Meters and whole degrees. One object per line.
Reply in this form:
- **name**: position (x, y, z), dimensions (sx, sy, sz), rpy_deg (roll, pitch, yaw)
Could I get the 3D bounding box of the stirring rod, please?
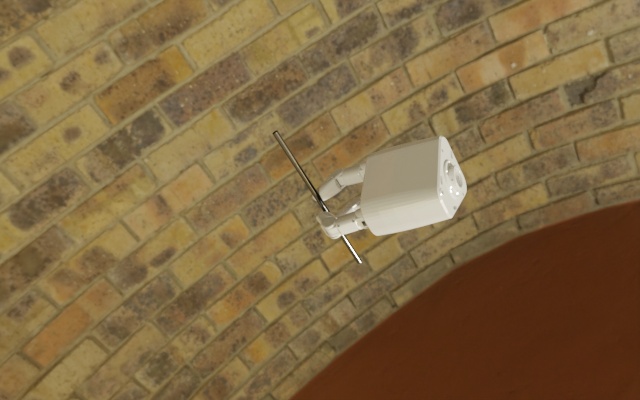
- **stirring rod**: position (0.000, 0.002, 0.671), dimensions (0.011, 0.240, 0.011), rpy_deg (-26, 27, 14)
